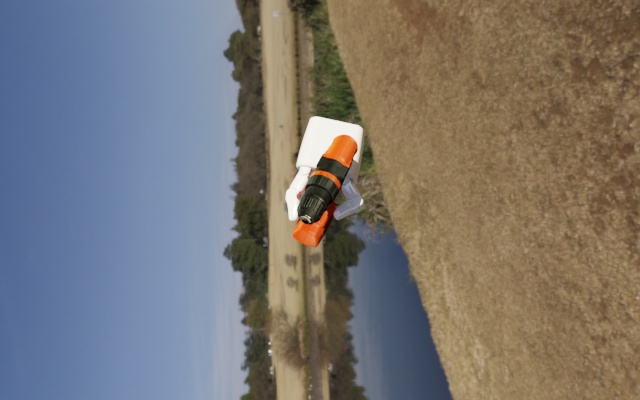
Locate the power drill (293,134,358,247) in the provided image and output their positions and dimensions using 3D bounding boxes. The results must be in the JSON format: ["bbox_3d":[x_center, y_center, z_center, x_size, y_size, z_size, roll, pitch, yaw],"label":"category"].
[{"bbox_3d":[0.000,0.003,0.813,0.057,0.184,0.188,27,-35,4],"label":"power drill"}]
